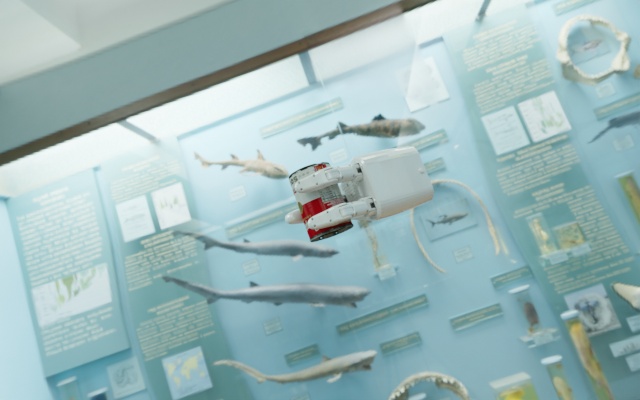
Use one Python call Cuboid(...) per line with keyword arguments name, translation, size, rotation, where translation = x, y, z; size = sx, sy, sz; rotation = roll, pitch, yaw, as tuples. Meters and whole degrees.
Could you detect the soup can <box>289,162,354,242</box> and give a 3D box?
Cuboid(name="soup can", translation=(0.000, 0.002, 0.704), size=(0.068, 0.102, 0.068), rotation=(-19, -10, -3))
